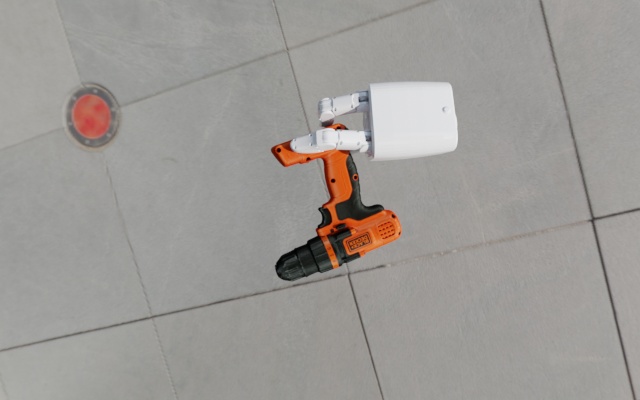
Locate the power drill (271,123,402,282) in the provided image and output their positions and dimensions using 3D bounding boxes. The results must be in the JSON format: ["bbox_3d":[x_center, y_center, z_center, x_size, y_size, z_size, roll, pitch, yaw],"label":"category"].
[{"bbox_3d":[0.000,0.002,0.653,0.184,0.188,0.057,-22,9,-7],"label":"power drill"}]
